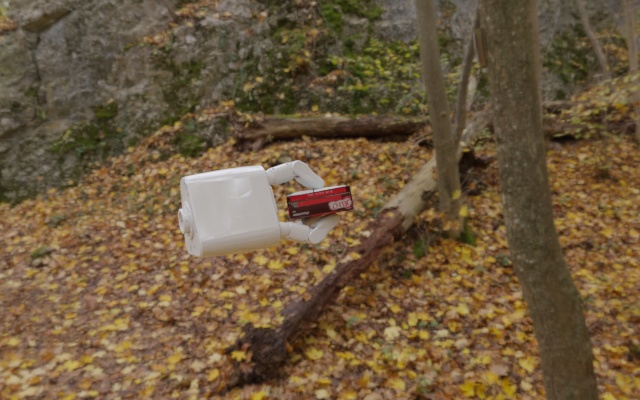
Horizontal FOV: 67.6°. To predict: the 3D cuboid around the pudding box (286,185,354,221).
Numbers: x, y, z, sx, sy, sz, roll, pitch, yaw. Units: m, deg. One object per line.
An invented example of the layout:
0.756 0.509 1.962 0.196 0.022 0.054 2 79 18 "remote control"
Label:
0.000 0.002 0.695 0.090 0.039 0.113 -9 3 1 "pudding box"
